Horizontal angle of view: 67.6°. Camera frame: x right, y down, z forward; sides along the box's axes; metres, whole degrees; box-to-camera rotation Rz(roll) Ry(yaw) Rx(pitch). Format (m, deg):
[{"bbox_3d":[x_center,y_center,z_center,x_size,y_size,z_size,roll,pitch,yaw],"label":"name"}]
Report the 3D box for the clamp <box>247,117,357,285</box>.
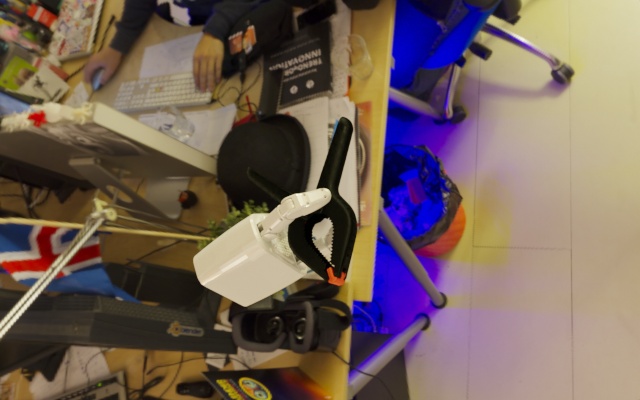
[{"bbox_3d":[0.000,0.002,0.606,0.164,0.210,0.036,-33,-28,16],"label":"clamp"}]
